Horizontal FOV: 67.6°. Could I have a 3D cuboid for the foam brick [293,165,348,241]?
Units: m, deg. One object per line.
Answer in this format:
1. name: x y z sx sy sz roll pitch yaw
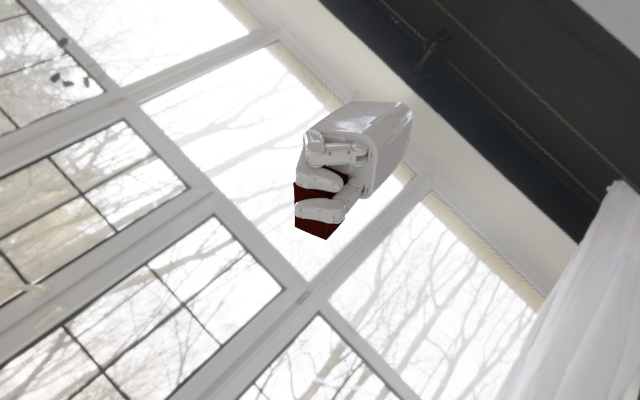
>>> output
1. foam brick: 0.000 0.002 0.615 0.053 0.078 0.051 23 45 23
